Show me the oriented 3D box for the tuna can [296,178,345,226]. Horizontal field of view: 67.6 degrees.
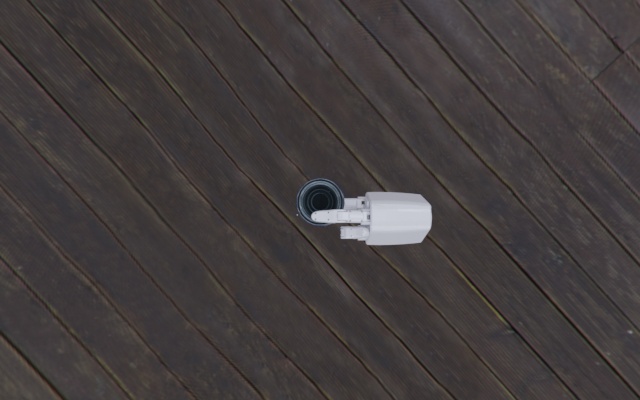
[{"bbox_3d":[0.000,0.003,0.848,0.086,0.086,0.034,0,-2,3],"label":"tuna can"}]
